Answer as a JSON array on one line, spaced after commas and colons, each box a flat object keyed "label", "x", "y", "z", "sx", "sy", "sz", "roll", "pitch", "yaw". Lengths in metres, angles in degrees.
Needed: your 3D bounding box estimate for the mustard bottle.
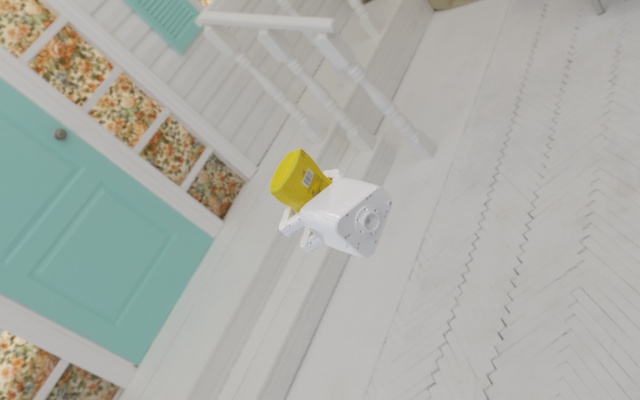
[{"label": "mustard bottle", "x": 0.000, "y": 0.003, "z": 0.848, "sx": 0.058, "sy": 0.096, "sz": 0.192, "roll": -16, "pitch": -49, "yaw": 43}]
